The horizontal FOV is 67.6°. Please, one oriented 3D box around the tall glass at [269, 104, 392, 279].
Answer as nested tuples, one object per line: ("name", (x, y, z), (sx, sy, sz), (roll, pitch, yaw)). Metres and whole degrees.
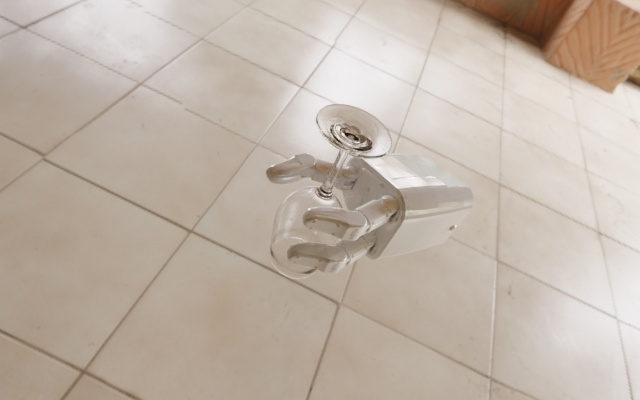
("tall glass", (0.000, 0.001, 0.500), (0.079, 0.079, 0.201), (0, -42, -25))
